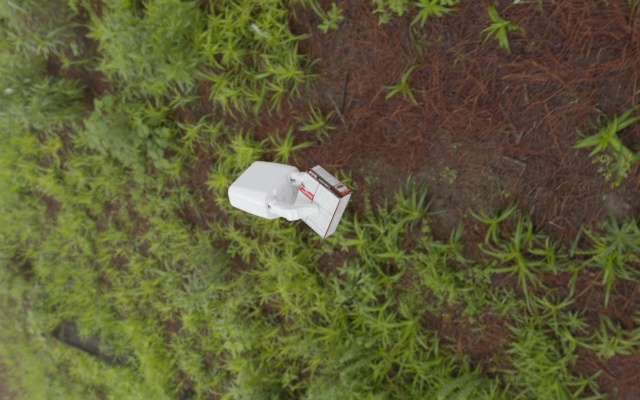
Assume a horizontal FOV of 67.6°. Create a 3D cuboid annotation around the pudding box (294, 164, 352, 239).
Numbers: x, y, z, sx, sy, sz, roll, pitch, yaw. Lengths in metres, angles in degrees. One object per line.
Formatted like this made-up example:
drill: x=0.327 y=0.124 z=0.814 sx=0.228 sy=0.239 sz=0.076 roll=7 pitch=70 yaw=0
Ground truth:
pudding box: x=0.000 y=0.003 z=0.890 sx=0.090 sy=0.114 sz=0.039 roll=39 pitch=46 yaw=19
